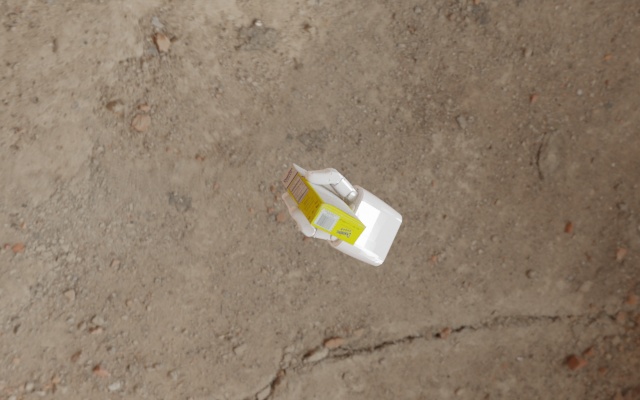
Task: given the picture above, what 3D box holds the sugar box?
[{"bbox_3d":[0.000,0.003,0.810,0.093,0.048,0.176,29,9,-29],"label":"sugar box"}]
